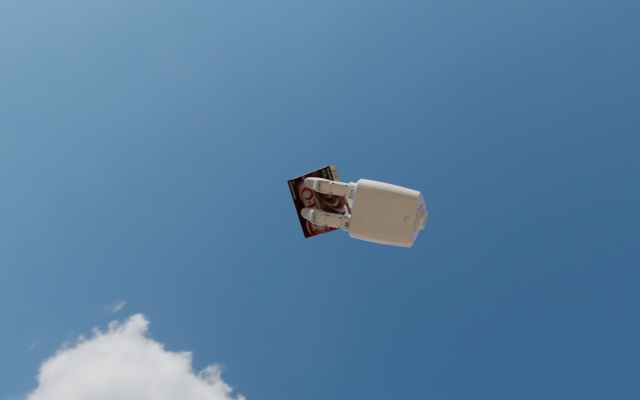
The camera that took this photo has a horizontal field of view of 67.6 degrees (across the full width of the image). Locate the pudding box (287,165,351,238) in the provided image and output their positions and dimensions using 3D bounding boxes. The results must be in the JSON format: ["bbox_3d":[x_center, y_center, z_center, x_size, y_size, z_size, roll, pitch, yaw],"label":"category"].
[{"bbox_3d":[0.000,0.003,0.859,0.090,0.113,0.039,-19,-4,23],"label":"pudding box"}]
